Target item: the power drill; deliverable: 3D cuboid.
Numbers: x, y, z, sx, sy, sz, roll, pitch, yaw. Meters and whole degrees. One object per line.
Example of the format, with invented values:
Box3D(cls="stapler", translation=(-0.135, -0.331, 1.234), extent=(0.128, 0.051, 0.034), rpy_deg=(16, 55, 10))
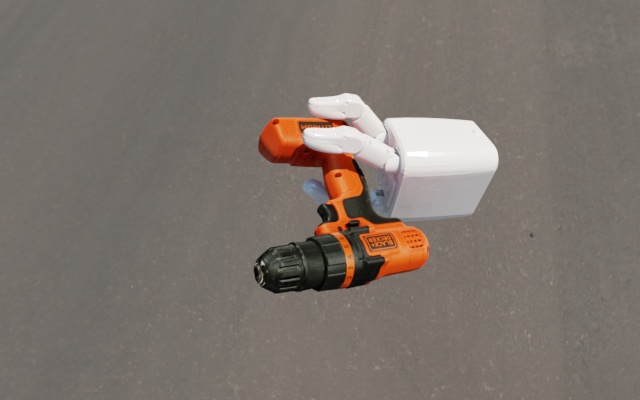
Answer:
Box3D(cls="power drill", translation=(0.000, 0.001, 0.479), extent=(0.184, 0.187, 0.057), rpy_deg=(-3, -34, -33))
